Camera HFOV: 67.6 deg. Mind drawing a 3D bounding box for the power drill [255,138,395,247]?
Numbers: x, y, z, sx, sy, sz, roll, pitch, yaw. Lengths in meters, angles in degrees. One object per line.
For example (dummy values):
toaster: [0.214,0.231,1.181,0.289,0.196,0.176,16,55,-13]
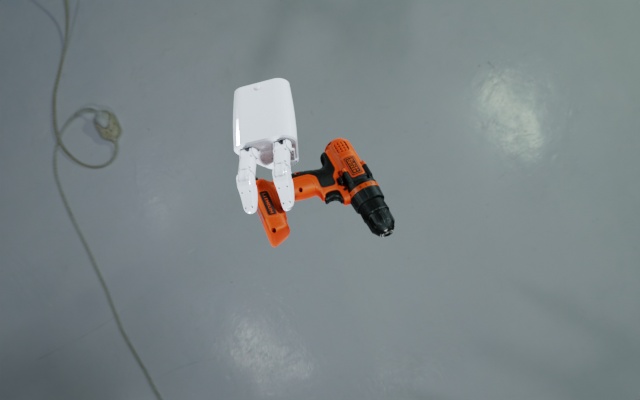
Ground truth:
power drill: [0.000,0.002,0.731,0.187,0.184,0.057,-20,-30,-14]
